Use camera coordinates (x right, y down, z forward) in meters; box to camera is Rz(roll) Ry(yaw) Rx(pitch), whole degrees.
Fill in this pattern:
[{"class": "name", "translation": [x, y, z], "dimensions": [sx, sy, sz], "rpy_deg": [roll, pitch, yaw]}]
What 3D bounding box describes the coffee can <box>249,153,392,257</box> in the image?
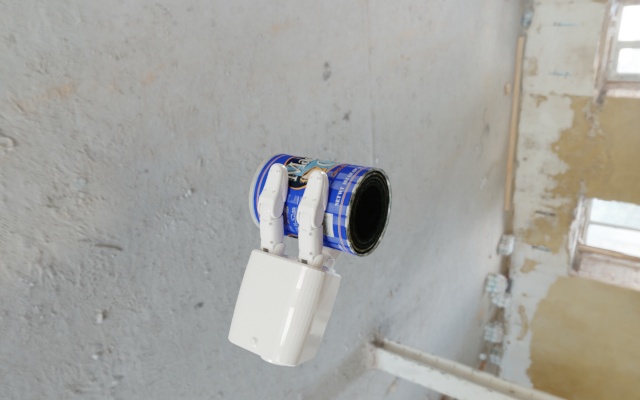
[{"class": "coffee can", "translation": [0.000, 0.002, 0.574], "dimensions": [0.140, 0.103, 0.103], "rpy_deg": [12, 6, 33]}]
